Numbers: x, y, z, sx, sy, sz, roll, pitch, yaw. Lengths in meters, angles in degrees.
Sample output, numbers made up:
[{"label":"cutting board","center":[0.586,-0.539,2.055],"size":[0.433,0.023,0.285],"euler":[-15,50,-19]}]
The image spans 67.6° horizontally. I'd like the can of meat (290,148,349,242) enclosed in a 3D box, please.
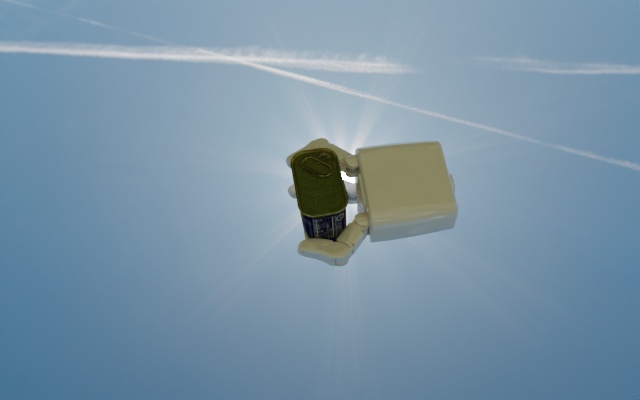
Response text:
[{"label":"can of meat","center":[0.000,0.002,0.581],"size":[0.057,0.102,0.084],"euler":[-10,-39,-3]}]
